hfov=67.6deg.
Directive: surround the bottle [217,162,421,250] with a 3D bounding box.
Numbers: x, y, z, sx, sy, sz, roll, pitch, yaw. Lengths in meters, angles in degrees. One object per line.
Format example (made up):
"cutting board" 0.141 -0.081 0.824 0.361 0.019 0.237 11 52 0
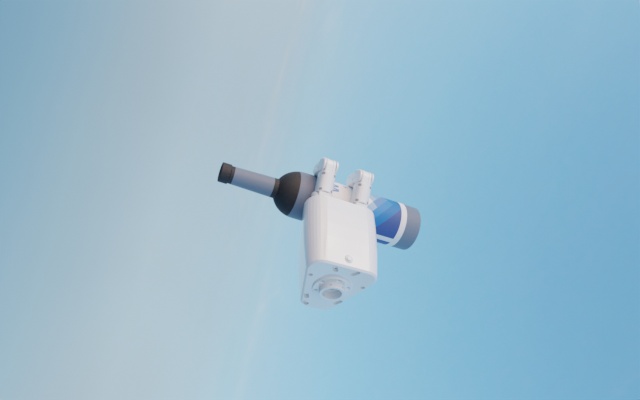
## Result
"bottle" 0.000 0.002 0.683 0.296 0.069 0.069 17 -5 -17
